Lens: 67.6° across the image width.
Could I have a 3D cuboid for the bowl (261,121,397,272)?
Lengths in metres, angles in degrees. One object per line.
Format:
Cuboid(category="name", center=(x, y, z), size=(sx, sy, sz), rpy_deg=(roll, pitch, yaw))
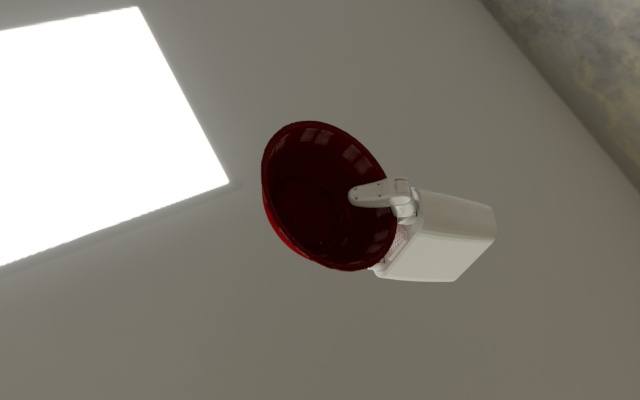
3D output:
Cuboid(category="bowl", center=(-0.001, 0.001, 0.486), size=(0.162, 0.162, 0.055), rpy_deg=(0, -23, -37))
